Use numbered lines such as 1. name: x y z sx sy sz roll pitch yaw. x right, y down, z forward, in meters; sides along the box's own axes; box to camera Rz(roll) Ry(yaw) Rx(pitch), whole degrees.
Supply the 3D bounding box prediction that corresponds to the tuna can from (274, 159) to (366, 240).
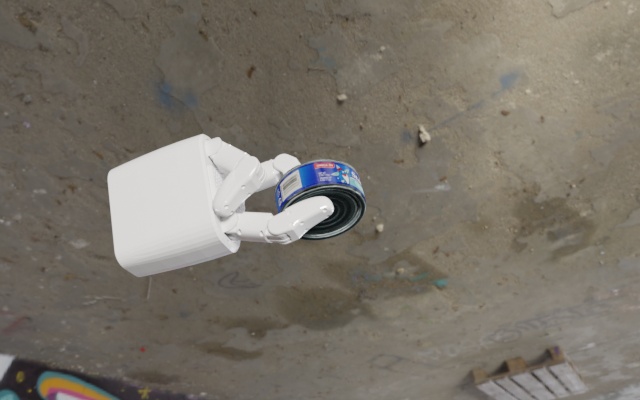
1. tuna can: 0.000 0.002 0.460 0.086 0.033 0.086 -8 -39 -7
